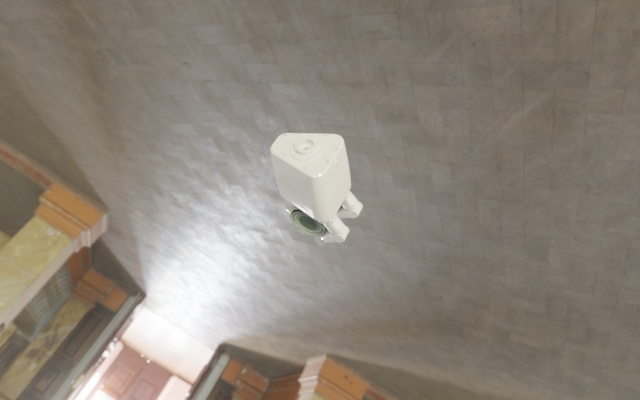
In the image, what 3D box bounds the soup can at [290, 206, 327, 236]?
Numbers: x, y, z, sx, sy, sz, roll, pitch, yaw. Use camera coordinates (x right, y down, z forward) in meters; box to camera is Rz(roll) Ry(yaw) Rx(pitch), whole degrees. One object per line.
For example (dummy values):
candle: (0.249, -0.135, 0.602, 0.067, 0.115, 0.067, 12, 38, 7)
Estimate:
soup can: (0.000, 0.003, 0.826, 0.068, 0.102, 0.069, 21, -33, 15)
